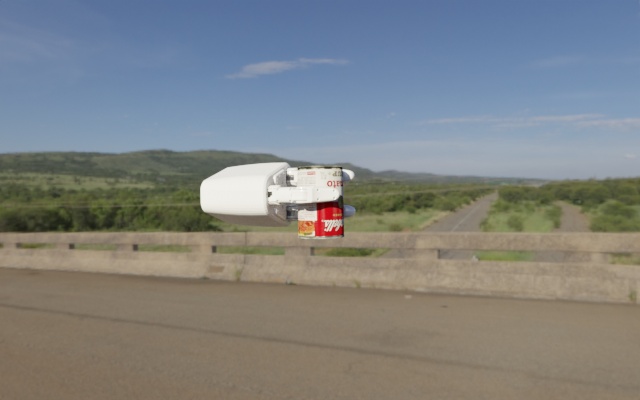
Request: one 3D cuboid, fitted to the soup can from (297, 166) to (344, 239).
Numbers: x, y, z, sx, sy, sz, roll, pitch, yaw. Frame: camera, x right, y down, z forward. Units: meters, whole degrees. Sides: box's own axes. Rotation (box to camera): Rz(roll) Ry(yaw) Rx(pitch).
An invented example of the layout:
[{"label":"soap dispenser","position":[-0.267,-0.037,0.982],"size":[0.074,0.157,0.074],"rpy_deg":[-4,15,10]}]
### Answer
[{"label":"soup can","position":[0.001,0.002,0.694],"size":[0.068,0.102,0.068],"rpy_deg":[-1,1,0]}]
